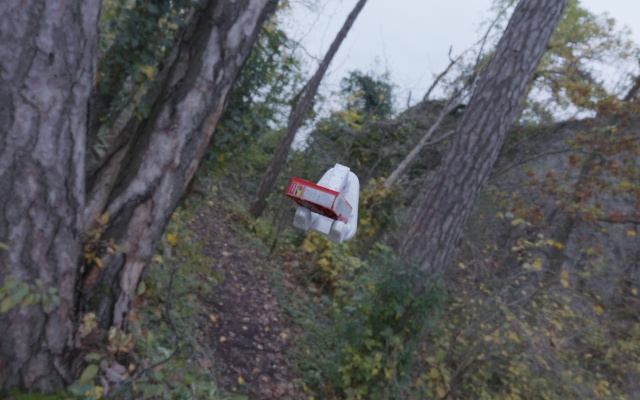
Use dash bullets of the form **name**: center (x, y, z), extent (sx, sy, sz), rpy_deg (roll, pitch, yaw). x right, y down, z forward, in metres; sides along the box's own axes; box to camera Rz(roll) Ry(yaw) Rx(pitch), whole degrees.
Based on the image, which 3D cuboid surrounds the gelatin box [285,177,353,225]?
- **gelatin box**: center (0.000, 0.002, 0.680), extent (0.073, 0.030, 0.089), rpy_deg (19, -9, 20)
